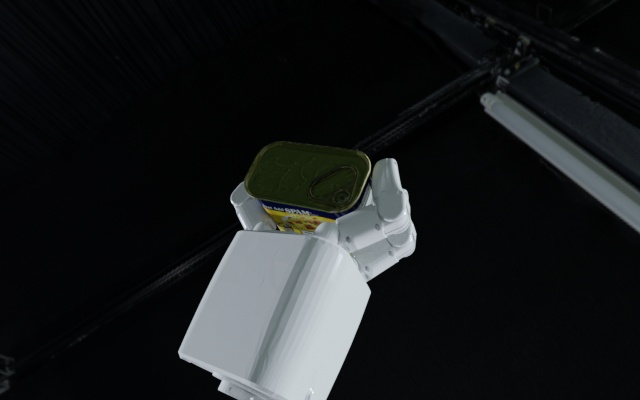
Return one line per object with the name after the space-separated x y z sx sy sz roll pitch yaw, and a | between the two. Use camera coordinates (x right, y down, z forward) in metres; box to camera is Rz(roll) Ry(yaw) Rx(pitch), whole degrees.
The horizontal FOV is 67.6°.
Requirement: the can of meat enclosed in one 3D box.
0.000 0.001 0.404 0.102 0.057 0.084 10 -29 26 | can of meat
